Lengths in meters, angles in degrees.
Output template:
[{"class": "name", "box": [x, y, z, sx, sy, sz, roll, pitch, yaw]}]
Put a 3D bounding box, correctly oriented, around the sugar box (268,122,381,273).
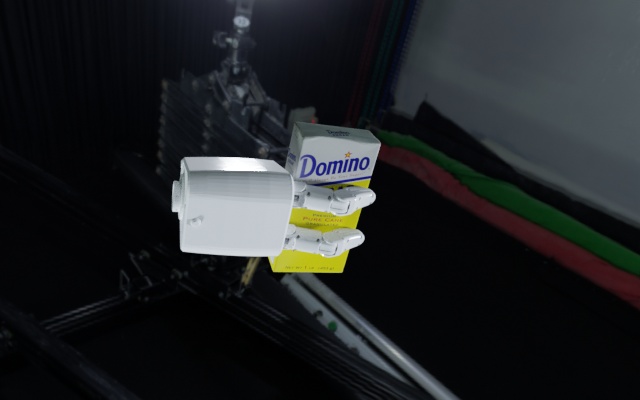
[{"class": "sugar box", "box": [0.000, 0.002, 0.555, 0.093, 0.176, 0.048, 3, 31, -20]}]
